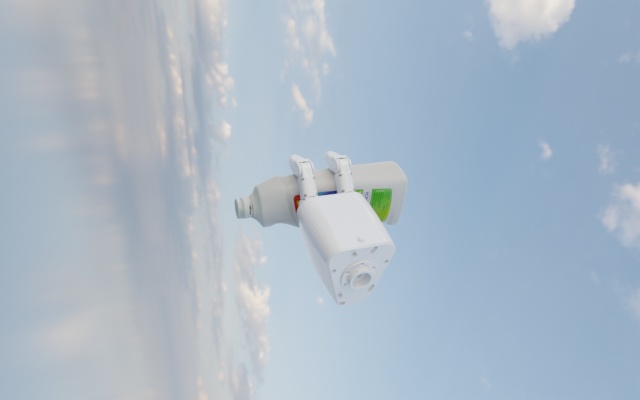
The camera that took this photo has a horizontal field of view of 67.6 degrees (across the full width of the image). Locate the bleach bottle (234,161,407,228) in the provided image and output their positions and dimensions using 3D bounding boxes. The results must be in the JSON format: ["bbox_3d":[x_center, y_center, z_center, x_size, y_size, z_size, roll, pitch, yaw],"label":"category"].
[{"bbox_3d":[0.000,0.002,0.706,0.251,0.103,0.068,-8,40,-20],"label":"bleach bottle"}]
